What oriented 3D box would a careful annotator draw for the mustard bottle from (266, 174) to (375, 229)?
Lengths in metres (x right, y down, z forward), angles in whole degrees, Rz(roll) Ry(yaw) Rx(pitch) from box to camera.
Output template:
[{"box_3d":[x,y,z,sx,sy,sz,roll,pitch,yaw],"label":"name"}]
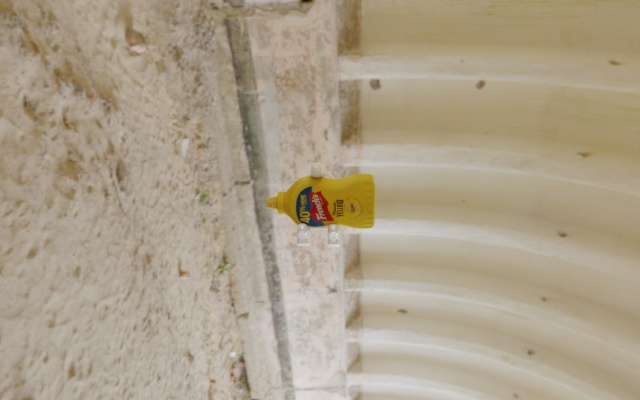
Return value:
[{"box_3d":[0.000,0.003,0.848,0.191,0.096,0.058,-1,27,3],"label":"mustard bottle"}]
